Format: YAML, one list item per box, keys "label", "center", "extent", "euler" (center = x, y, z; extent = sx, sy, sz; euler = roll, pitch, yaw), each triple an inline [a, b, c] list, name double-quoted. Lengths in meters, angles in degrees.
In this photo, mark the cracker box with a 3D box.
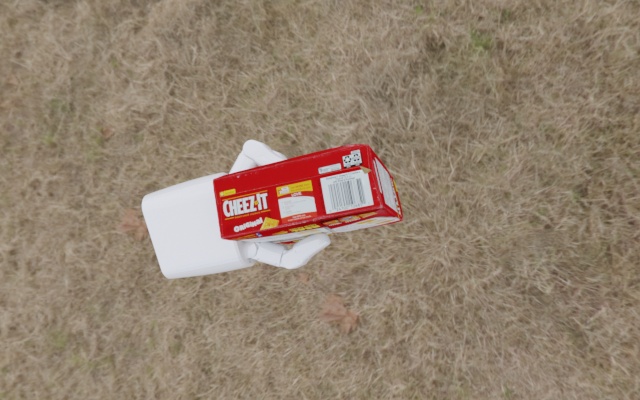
- label: "cracker box"
  center: [0.000, 0.002, 0.552]
  extent: [0.164, 0.072, 0.214]
  euler: [-12, -8, 13]
